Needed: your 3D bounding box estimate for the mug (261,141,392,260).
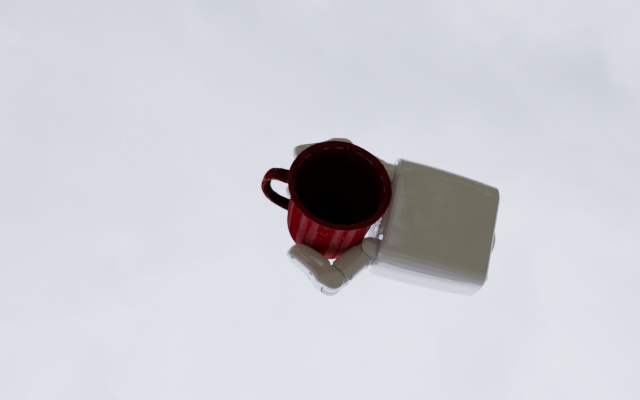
[{"bbox_3d":[-0.001,0.001,0.451,0.117,0.093,0.081,15,-31,-1],"label":"mug"}]
